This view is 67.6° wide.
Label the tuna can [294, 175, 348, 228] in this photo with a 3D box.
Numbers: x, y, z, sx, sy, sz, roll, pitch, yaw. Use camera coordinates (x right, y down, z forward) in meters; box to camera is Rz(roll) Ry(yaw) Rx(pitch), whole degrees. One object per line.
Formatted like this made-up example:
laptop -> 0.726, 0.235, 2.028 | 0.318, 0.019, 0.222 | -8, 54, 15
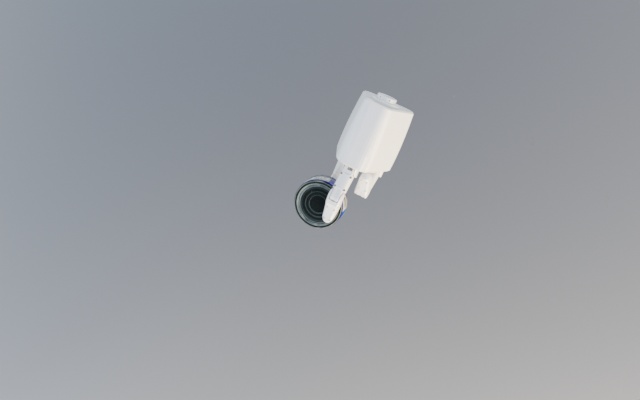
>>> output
tuna can -> 0.000, 0.003, 0.797 | 0.086, 0.086, 0.033 | 0, 17, 18
